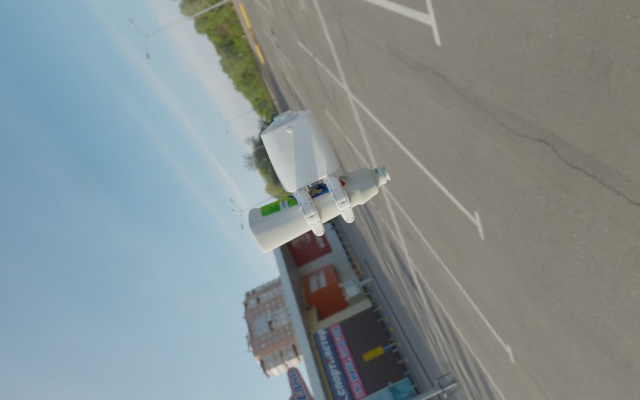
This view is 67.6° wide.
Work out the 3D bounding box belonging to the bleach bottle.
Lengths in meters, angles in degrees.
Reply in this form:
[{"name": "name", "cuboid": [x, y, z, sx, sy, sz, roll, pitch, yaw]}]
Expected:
[{"name": "bleach bottle", "cuboid": [0.000, 0.003, 0.834, 0.251, 0.068, 0.102, -25, 18, 0]}]
